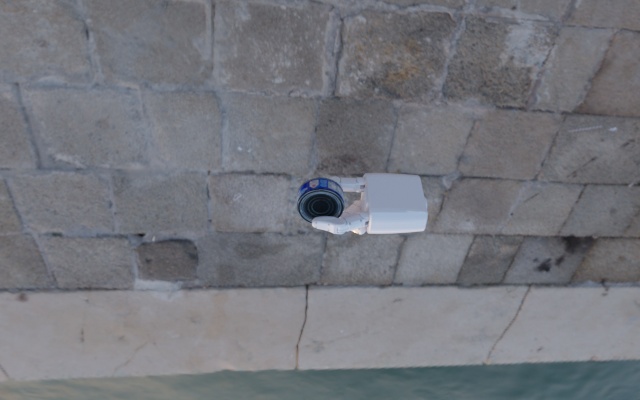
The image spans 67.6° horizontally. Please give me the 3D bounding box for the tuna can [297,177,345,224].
[{"bbox_3d":[0.000,0.003,0.851,0.086,0.086,0.033,0,39,0],"label":"tuna can"}]
